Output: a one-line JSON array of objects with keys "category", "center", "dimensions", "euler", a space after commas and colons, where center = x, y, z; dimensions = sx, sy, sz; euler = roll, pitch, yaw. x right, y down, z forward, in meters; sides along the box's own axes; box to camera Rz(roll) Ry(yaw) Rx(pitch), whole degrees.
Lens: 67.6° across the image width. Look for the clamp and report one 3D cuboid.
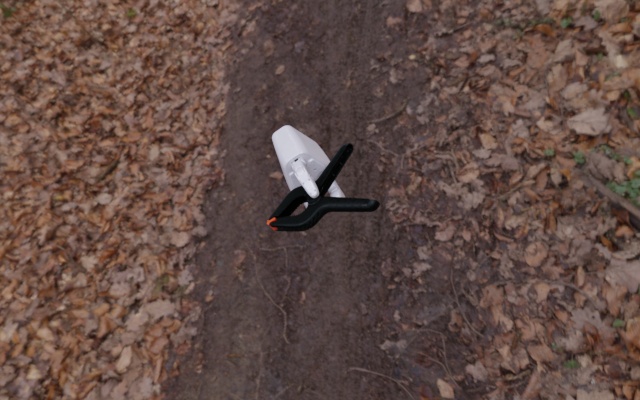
[{"category": "clamp", "center": [-0.001, 0.003, 0.859], "dimensions": [0.210, 0.164, 0.036], "euler": [-35, -44, 7]}]
